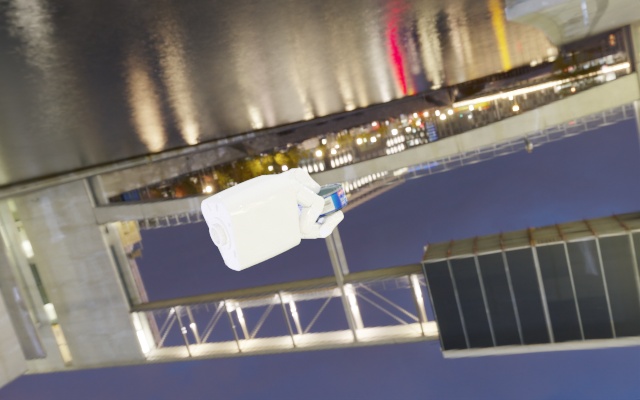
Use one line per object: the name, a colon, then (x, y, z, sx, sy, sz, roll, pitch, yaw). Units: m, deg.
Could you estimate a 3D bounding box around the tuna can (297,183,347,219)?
tuna can: (0.000, 0.003, 0.784, 0.086, 0.034, 0.086, -19, 11, 4)
